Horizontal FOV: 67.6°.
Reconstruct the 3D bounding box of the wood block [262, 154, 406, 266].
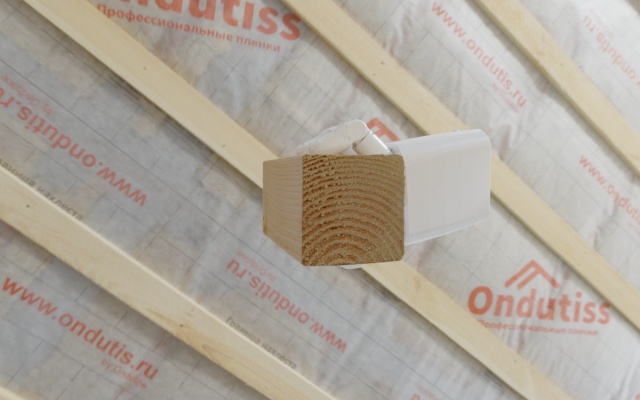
[{"bbox_3d":[0.000,0.002,0.481,0.090,0.091,0.206,-1,3,-15],"label":"wood block"}]
